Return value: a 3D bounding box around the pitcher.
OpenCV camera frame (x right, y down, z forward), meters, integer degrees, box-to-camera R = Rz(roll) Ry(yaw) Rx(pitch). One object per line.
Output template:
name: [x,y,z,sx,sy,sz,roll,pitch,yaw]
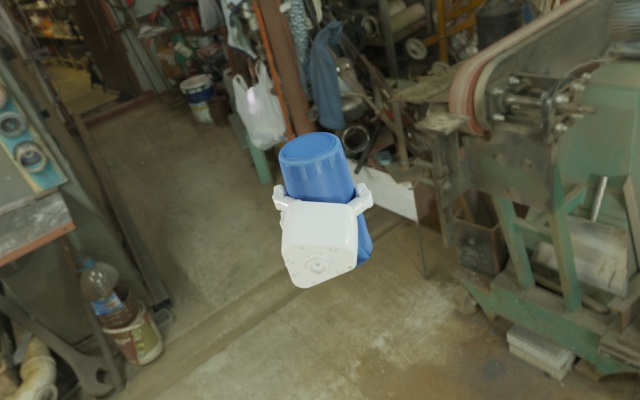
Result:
pitcher: [0.000,0.003,0.866,0.149,0.243,0.145,-10,33,10]
